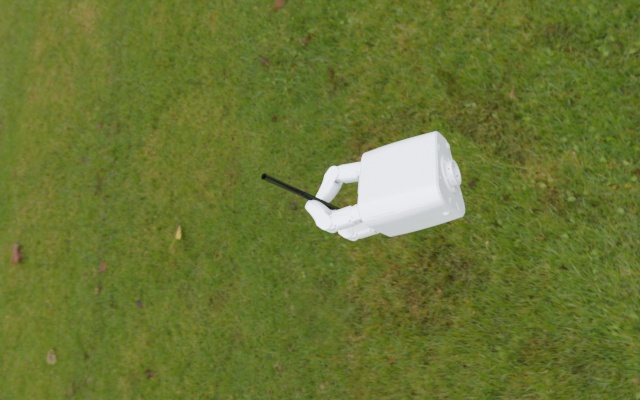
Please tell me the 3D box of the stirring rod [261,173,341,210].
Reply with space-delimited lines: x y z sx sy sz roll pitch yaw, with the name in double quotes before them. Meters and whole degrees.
"stirring rod" 0.000 0.002 0.670 0.011 0.011 0.239 0 -15 36
